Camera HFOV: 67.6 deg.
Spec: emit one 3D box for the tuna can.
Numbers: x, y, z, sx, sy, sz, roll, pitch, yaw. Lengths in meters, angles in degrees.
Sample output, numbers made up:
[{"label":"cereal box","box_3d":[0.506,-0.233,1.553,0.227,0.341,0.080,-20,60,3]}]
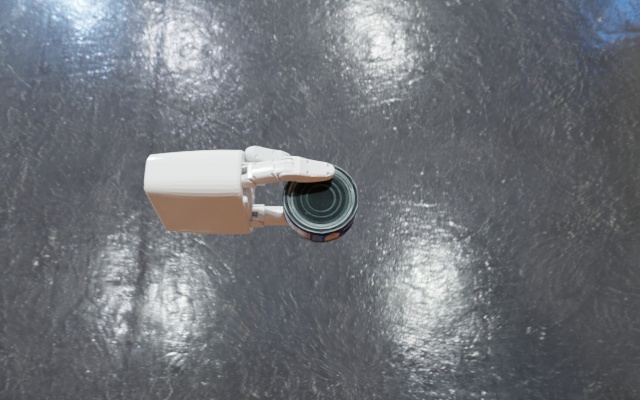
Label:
[{"label":"tuna can","box_3d":[0.000,0.002,0.534,0.086,0.086,0.034,0,-20,-2]}]
